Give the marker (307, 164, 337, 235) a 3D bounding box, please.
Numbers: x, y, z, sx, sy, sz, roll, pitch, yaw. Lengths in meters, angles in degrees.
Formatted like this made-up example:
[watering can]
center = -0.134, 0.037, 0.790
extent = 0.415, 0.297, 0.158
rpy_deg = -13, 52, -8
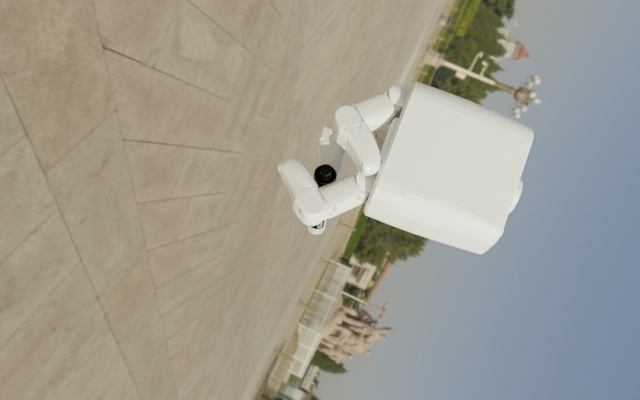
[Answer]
[marker]
center = 0.000, 0.001, 0.436
extent = 0.020, 0.020, 0.121
rpy_deg = 0, -25, -5
